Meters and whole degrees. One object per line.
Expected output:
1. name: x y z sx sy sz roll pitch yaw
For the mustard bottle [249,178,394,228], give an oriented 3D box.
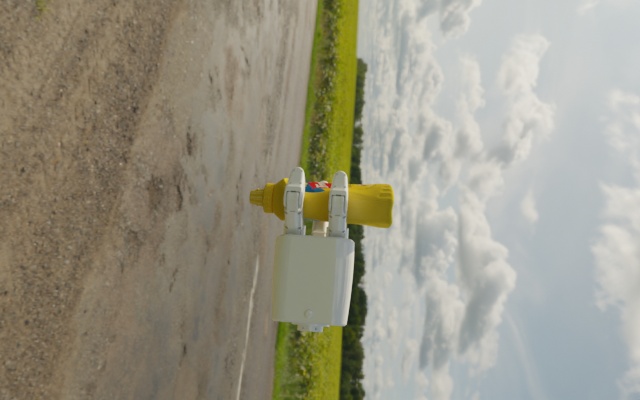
1. mustard bottle: 0.000 0.002 0.644 0.191 0.058 0.096 3 10 4
